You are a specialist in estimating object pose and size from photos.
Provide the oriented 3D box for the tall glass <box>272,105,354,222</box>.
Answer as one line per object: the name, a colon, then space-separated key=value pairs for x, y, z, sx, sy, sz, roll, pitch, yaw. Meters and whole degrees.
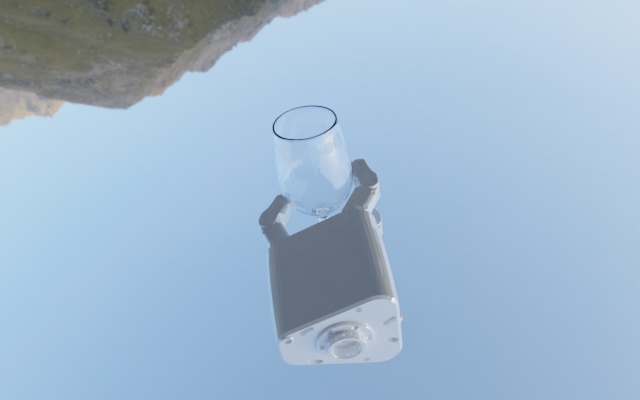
tall glass: x=0.000 y=0.002 z=0.510 sx=0.079 sy=0.201 sz=0.079 roll=-7 pitch=39 yaw=6
